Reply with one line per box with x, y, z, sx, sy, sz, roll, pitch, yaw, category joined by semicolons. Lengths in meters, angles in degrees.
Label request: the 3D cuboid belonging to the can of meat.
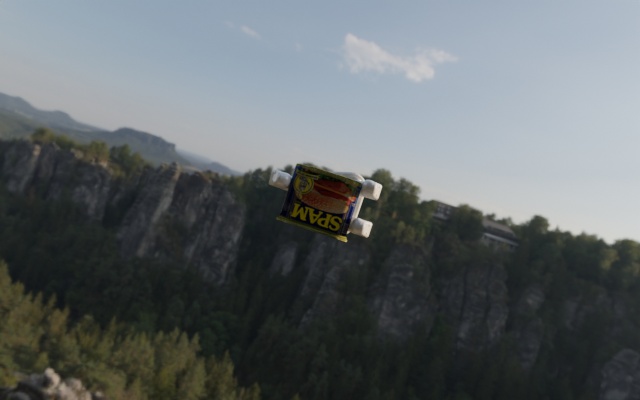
0.000;0.002;0.665;0.102;0.084;0.057;18;-2;-1;can of meat
